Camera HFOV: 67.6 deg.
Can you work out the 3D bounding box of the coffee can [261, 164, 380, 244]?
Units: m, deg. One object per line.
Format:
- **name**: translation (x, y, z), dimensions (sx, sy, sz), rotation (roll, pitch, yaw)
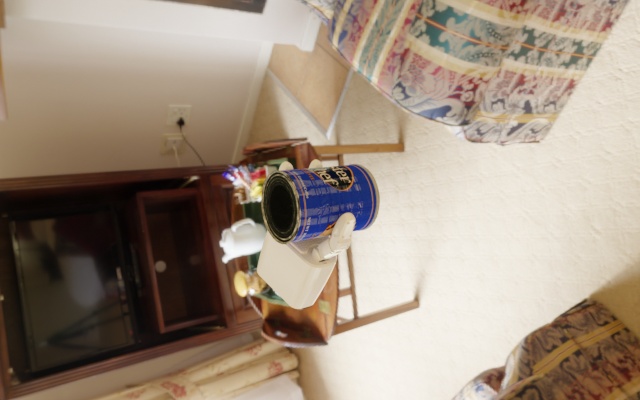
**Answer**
- **coffee can**: translation (0.000, 0.002, 0.690), dimensions (0.140, 0.103, 0.103), rotation (-7, 4, -35)
